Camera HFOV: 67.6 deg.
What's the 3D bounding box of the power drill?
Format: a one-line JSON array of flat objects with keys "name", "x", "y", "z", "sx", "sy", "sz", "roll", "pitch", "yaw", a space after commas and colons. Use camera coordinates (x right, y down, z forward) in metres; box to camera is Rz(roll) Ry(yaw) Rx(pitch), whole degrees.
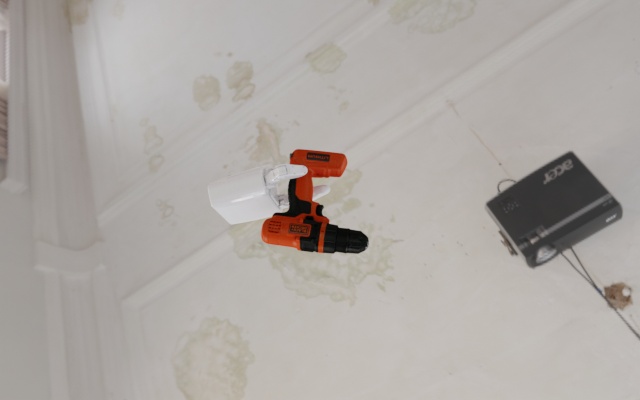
[{"name": "power drill", "x": 0.000, "y": 0.002, "z": 0.844, "sx": 0.184, "sy": 0.187, "sz": 0.057, "roll": 7, "pitch": -29, "yaw": 4}]
